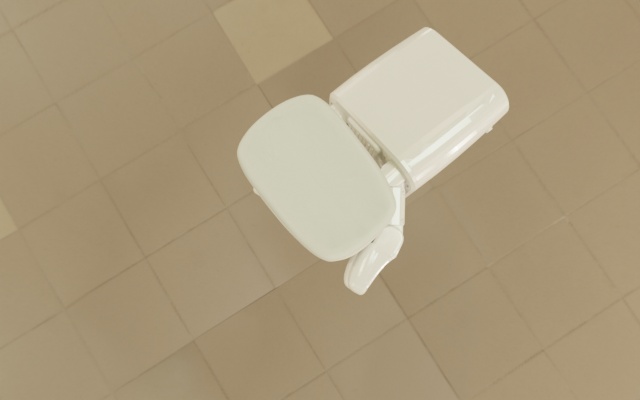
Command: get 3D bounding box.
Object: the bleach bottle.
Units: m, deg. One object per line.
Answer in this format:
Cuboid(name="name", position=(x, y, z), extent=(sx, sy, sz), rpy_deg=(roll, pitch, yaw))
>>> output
Cuboid(name="bleach bottle", position=(0.000, 0.001, 0.401), extent=(0.068, 0.102, 0.251), rpy_deg=(-38, -5, -4))
